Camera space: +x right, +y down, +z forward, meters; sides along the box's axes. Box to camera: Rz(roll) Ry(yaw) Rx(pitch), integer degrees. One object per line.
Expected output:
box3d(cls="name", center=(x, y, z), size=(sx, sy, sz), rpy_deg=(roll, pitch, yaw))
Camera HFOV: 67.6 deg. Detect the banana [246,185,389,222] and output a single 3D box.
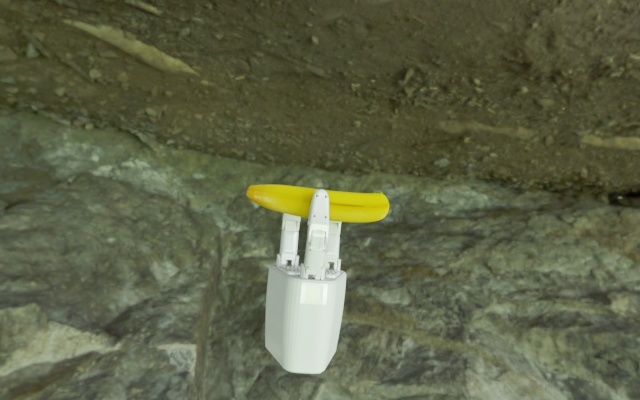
box3d(cls="banana", center=(0.012, 0.005, 0.577), size=(0.198, 0.037, 0.069), rpy_deg=(4, 6, -30))
